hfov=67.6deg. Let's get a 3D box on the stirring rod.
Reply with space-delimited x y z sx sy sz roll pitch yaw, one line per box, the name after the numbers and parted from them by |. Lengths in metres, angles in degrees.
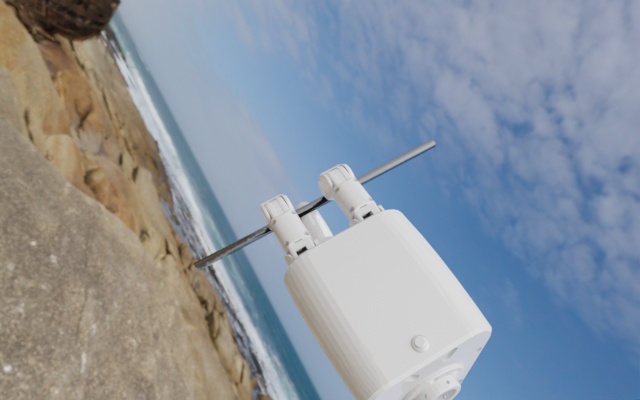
0.000 0.002 0.423 0.239 0.011 0.011 -28 5 -10 | stirring rod
